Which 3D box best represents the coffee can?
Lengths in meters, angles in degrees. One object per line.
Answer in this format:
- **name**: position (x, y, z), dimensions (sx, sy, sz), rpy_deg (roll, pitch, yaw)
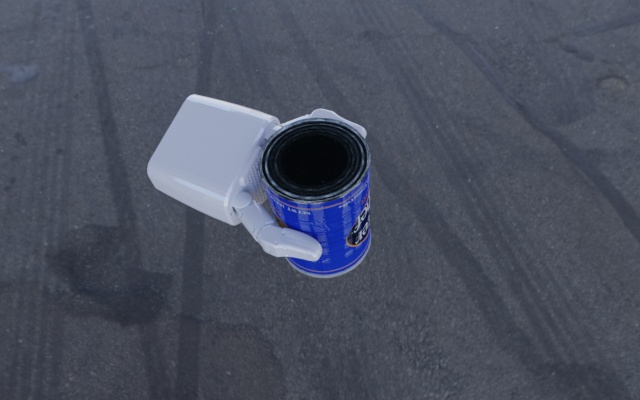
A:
- **coffee can**: position (0.000, 0.002, 0.487), dimensions (0.103, 0.102, 0.140), rpy_deg (0, -36, 6)
